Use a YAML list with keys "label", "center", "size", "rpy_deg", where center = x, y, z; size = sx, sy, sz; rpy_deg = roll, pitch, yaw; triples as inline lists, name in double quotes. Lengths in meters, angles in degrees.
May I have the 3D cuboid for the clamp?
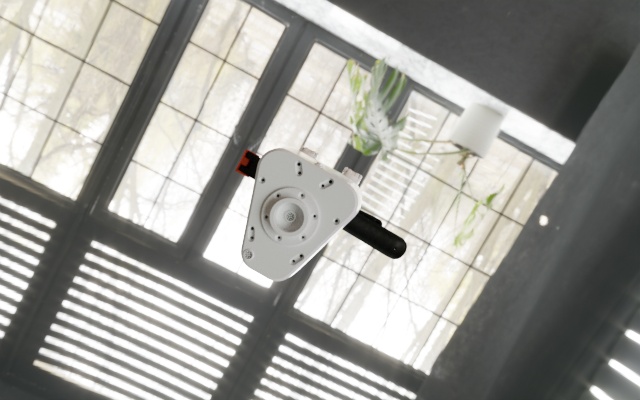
- label: "clamp"
  center: [-0.001, 0.002, 0.574]
  size: [0.210, 0.036, 0.164]
  rpy_deg: [28, 3, 2]
